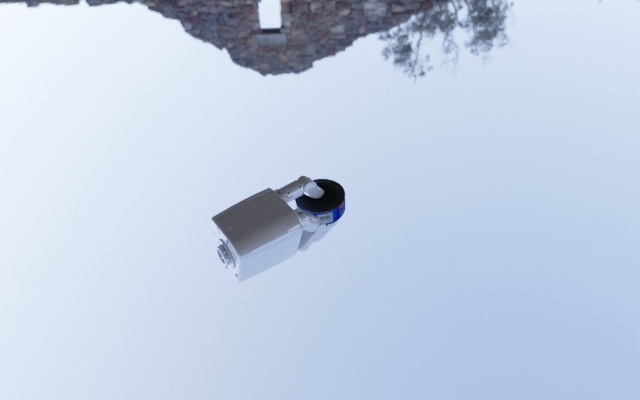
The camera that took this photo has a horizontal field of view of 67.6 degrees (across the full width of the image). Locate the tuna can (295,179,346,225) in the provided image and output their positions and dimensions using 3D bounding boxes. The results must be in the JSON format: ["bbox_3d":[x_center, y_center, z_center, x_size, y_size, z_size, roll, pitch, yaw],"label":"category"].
[{"bbox_3d":[0.000,0.003,0.811,0.086,0.034,0.086,-3,43,3],"label":"tuna can"}]
